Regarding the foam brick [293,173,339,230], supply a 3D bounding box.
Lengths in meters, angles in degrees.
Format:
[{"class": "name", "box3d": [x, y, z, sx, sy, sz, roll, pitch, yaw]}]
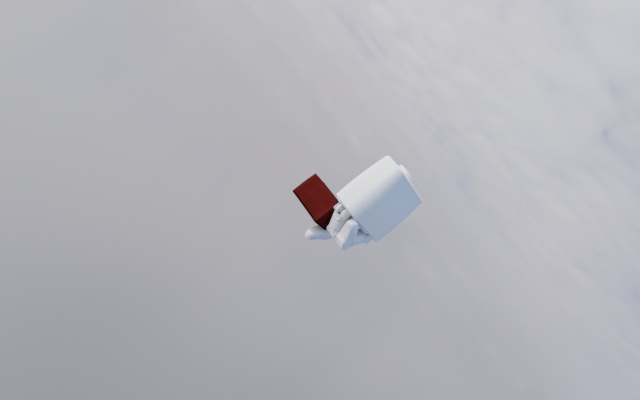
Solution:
[{"class": "foam brick", "box3d": [0.000, 0.003, 0.820, 0.051, 0.078, 0.053, -40, -29, 4]}]
